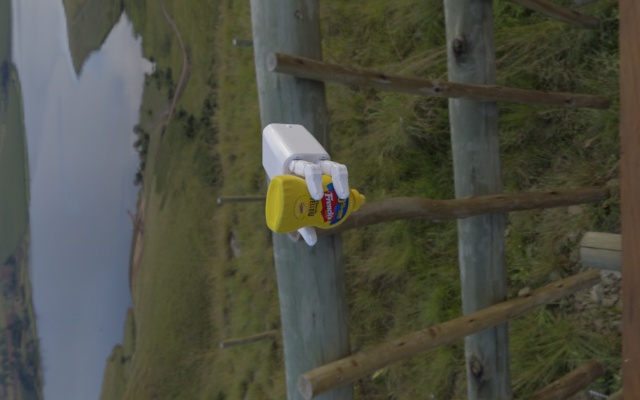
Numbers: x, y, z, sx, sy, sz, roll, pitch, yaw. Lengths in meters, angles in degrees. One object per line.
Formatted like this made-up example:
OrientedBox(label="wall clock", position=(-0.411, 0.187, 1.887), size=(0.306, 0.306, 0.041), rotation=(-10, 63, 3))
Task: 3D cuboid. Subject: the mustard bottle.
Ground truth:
OrientedBox(label="mustard bottle", position=(0.000, 0.003, 0.841), size=(0.191, 0.096, 0.058), rotation=(-3, 17, -35))
